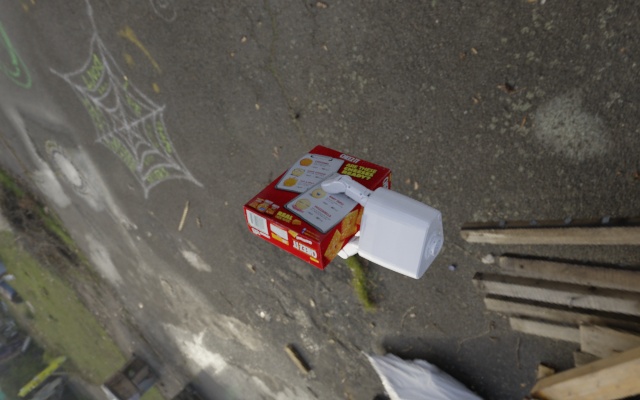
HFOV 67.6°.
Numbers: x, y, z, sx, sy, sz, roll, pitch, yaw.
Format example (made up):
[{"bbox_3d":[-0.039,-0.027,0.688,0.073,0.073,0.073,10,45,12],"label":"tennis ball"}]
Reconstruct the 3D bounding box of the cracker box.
[{"bbox_3d":[0.000,0.003,0.832,0.164,0.072,0.213,23,48,30],"label":"cracker box"}]
